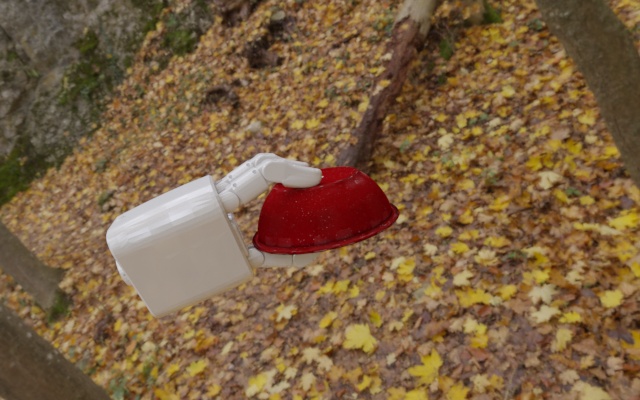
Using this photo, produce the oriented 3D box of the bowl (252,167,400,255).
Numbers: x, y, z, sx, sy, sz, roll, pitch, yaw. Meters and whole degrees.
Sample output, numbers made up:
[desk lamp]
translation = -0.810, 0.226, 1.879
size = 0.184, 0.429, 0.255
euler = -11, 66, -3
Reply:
[bowl]
translation = 0.001, 0.001, 0.511
size = 0.162, 0.055, 0.162
euler = -11, 14, 3
